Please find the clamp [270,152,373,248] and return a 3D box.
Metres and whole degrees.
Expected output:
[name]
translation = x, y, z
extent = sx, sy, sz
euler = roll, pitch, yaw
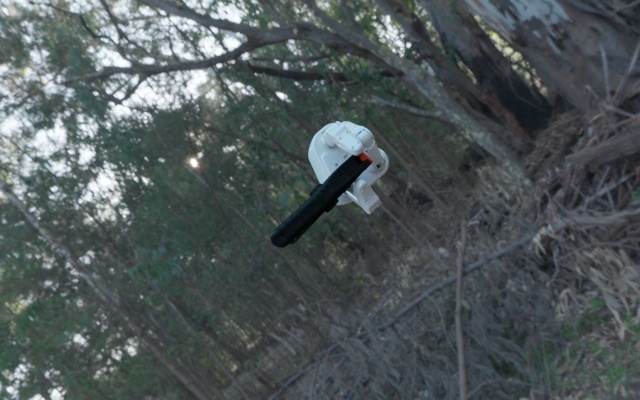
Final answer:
[clamp]
translation = 0.000, 0.002, 0.647
extent = 0.171, 0.039, 0.120
euler = -42, 1, -8
